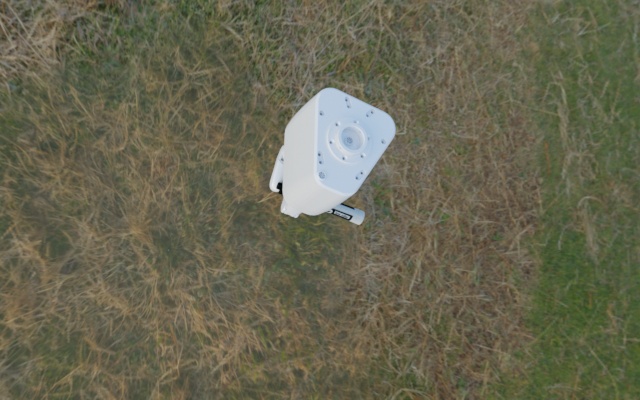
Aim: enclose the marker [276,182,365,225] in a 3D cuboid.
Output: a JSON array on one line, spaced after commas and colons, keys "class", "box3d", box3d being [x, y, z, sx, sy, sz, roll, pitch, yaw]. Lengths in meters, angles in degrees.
[{"class": "marker", "box3d": [0.000, 0.002, 0.615, 0.121, 0.020, 0.020, 22, -6, -15]}]
